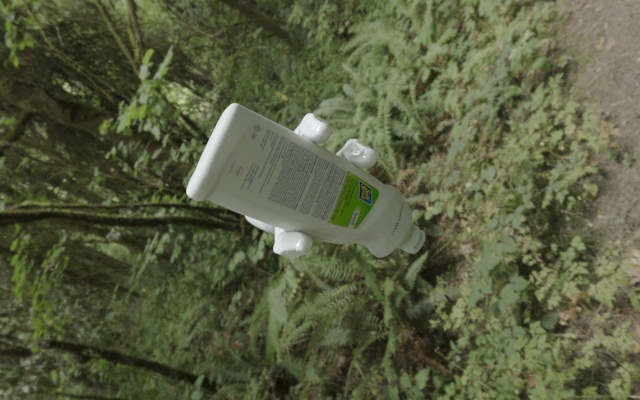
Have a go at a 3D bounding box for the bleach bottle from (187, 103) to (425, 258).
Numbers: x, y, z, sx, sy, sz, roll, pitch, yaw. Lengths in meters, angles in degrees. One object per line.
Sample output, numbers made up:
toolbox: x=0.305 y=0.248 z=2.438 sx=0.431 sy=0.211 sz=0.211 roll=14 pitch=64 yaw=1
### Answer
bleach bottle: x=0.000 y=0.002 z=0.494 sx=0.251 sy=0.102 sz=0.068 roll=27 pitch=-9 yaw=-20
